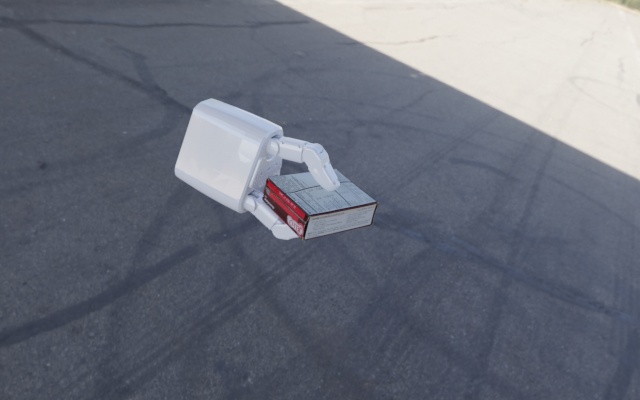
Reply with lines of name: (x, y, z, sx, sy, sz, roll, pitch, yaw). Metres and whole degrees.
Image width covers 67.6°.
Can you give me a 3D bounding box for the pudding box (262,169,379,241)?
pudding box: (0.000, 0.002, 0.580, 0.113, 0.039, 0.090, -11, 39, -37)
